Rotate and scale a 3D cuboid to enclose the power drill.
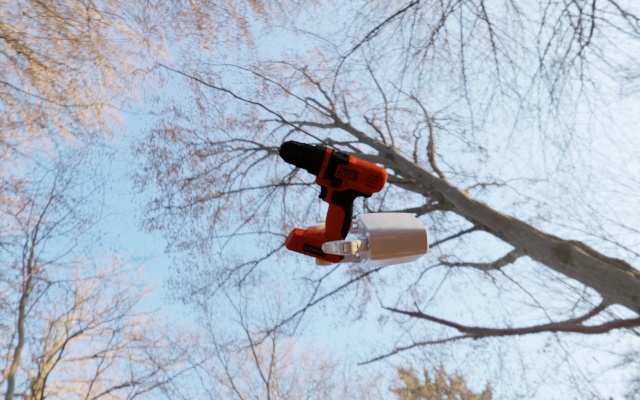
[{"bbox_3d":[0.000,0.003,0.809,0.184,0.188,0.057,18,20,-2],"label":"power drill"}]
